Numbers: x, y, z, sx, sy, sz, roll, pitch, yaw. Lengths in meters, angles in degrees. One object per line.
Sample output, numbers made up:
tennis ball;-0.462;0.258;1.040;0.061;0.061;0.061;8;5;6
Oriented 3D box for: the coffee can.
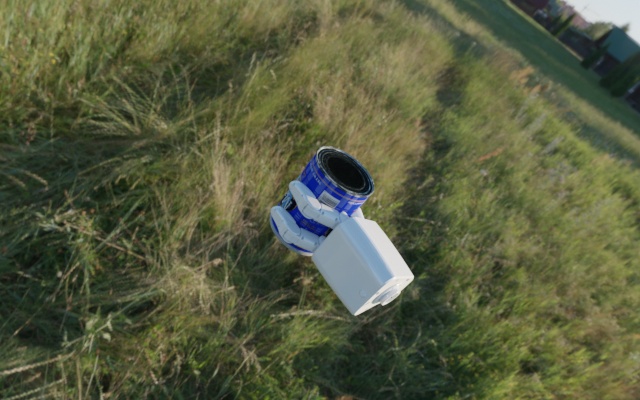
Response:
coffee can;0.000;0.002;0.731;0.103;0.102;0.140;0;-42;-45
